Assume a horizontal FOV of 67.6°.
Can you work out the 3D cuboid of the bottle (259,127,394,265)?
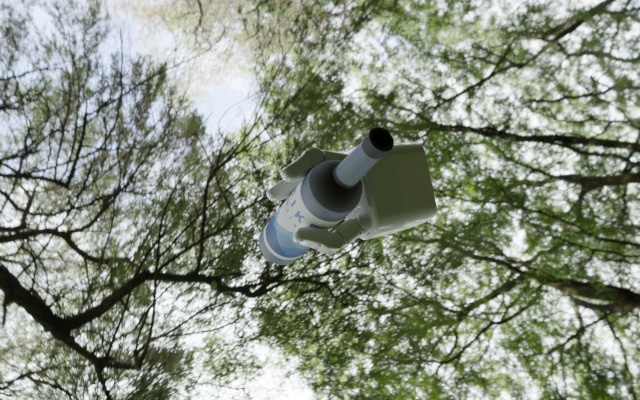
[{"bbox_3d":[0.000,0.002,0.575,0.069,0.069,0.296,0,-24,-26],"label":"bottle"}]
